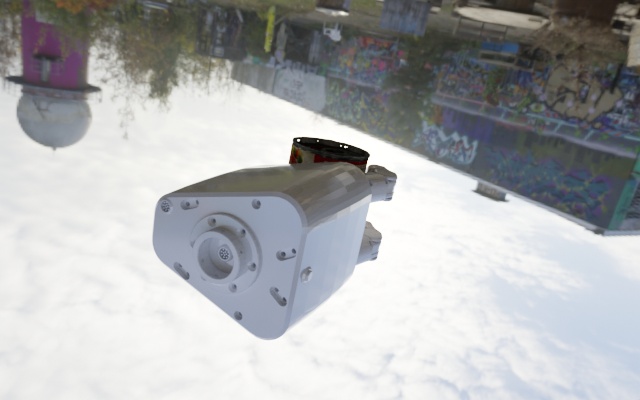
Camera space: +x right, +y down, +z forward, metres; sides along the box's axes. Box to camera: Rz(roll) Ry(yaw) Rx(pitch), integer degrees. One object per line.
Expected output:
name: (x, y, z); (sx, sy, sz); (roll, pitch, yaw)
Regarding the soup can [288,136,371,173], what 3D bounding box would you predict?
soup can: (0.000, 0.002, 0.420); (0.068, 0.102, 0.068); (10, 16, -3)
